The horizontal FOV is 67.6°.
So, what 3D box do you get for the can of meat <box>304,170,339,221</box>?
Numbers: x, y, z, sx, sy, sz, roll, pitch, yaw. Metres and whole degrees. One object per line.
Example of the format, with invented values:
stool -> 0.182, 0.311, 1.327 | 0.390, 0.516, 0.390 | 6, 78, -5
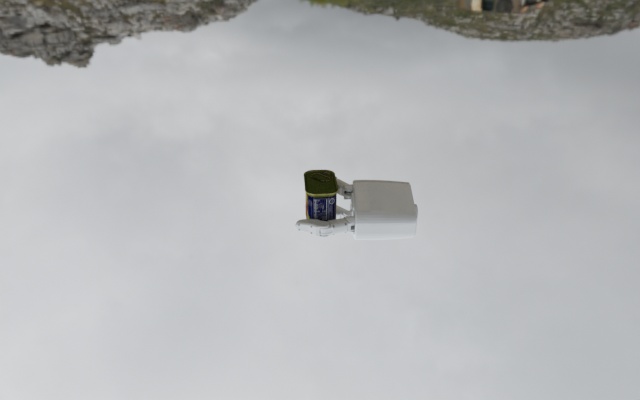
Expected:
can of meat -> 0.000, 0.003, 0.856 | 0.057, 0.084, 0.102 | -2, 27, -4
